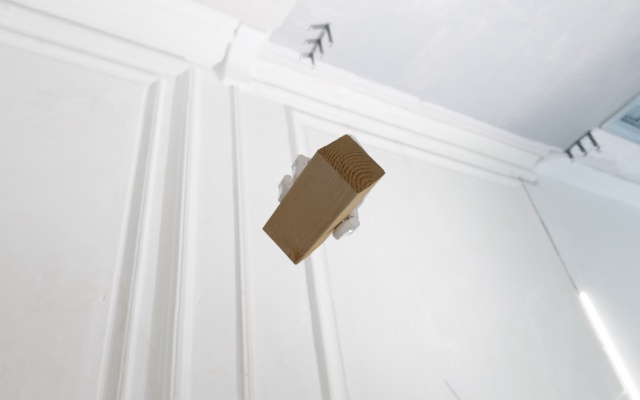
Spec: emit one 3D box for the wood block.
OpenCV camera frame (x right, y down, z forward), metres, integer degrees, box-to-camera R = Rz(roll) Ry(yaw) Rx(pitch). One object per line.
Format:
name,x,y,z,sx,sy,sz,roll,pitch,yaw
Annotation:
wood block,0.000,0.003,0.779,0.090,0.091,0.206,-35,-13,-47
